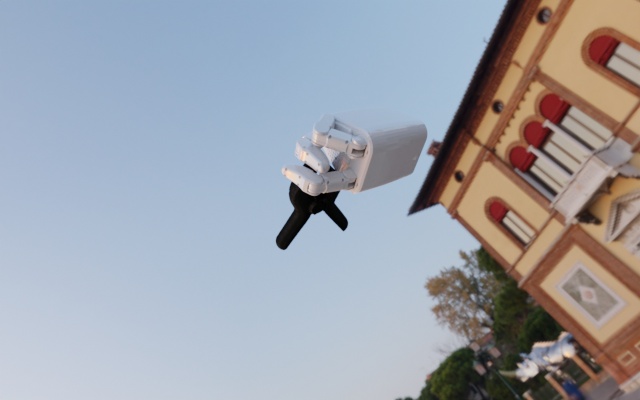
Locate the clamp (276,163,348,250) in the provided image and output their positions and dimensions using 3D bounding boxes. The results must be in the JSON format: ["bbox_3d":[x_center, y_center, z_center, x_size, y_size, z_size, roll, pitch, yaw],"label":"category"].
[{"bbox_3d":[0.000,0.002,0.704,0.120,0.172,0.039,-15,51,-29],"label":"clamp"}]
